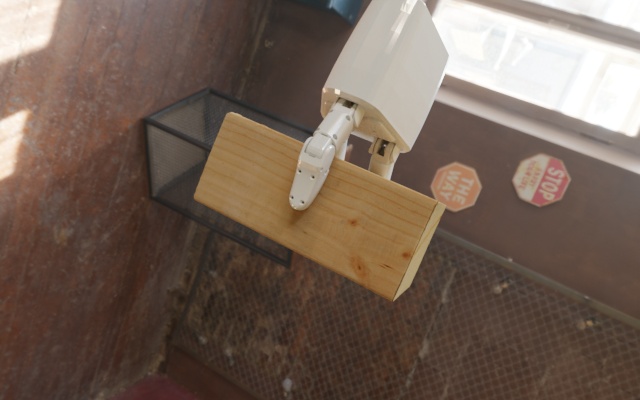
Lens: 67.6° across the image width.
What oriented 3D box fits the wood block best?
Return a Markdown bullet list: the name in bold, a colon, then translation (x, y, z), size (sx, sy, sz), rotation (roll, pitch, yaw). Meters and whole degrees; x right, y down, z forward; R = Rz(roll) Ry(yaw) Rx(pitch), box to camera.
- **wood block**: translation (0.000, 0.001, 0.449), size (0.206, 0.090, 0.091), rotation (25, 6, 18)
